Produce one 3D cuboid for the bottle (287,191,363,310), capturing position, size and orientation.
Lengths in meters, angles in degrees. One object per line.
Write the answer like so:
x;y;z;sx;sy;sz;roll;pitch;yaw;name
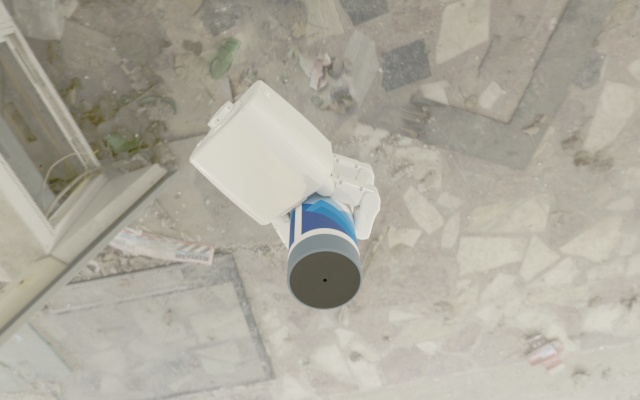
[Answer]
0.000;0.002;0.543;0.069;0.069;0.295;0;28;-2;bottle
